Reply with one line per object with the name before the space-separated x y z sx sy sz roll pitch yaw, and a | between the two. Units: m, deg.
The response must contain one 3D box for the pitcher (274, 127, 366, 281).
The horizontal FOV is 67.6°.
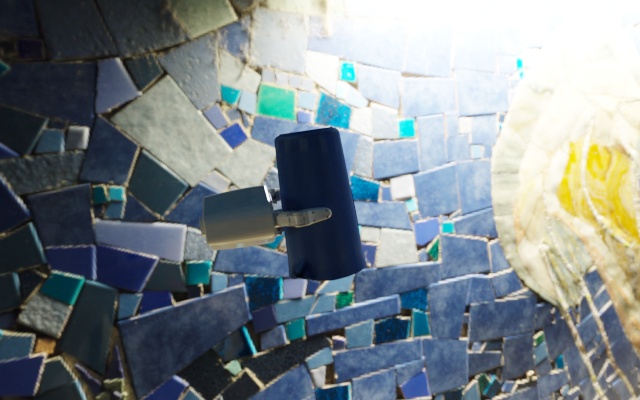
pitcher | 0.000 0.003 0.802 0.145 0.243 0.149 -10 9 -8
